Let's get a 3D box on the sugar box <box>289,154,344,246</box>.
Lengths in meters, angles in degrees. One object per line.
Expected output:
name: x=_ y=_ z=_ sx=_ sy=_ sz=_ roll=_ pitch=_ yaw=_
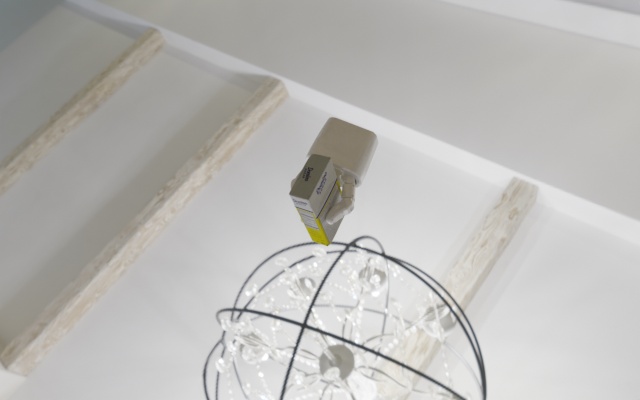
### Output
sugar box: x=0.000 y=0.003 z=0.875 sx=0.048 sy=0.093 sz=0.176 roll=15 pitch=-27 yaw=25
